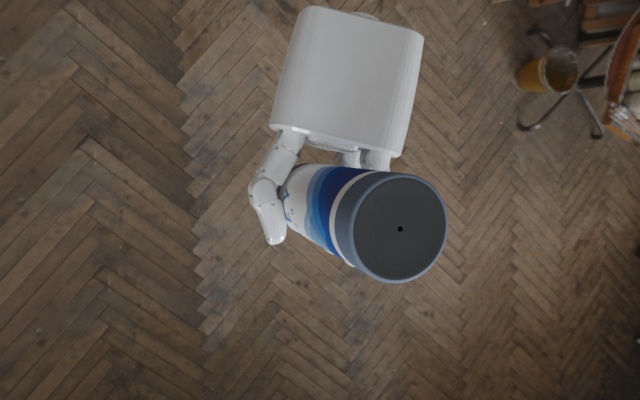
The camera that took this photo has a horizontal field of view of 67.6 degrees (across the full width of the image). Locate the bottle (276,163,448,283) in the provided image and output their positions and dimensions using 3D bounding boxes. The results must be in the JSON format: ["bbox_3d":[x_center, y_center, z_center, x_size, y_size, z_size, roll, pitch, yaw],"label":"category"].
[{"bbox_3d":[0.000,0.001,0.421,0.069,0.069,0.295,0,6,-19],"label":"bottle"}]
